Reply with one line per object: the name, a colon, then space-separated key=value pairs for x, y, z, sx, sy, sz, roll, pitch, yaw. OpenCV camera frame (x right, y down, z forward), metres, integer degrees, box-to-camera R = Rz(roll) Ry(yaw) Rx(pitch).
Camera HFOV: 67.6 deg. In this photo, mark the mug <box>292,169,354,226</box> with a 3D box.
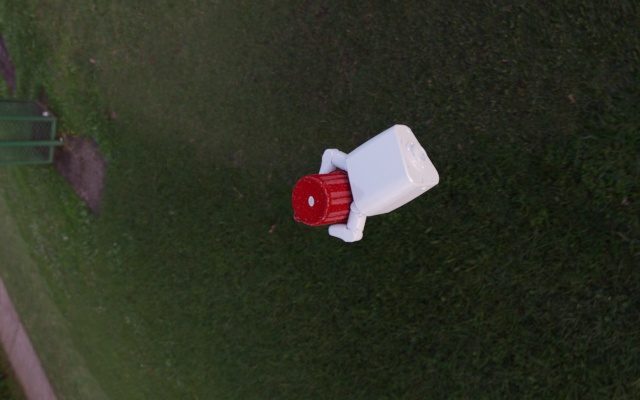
mug: x=-0.001 y=0.003 z=0.787 sx=0.117 sy=0.093 sz=0.081 roll=-35 pitch=-17 yaw=37
